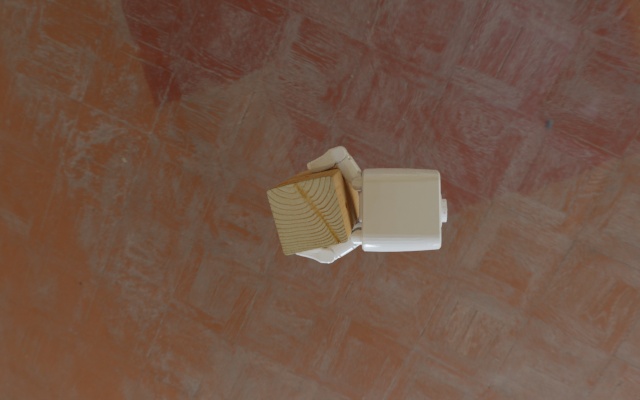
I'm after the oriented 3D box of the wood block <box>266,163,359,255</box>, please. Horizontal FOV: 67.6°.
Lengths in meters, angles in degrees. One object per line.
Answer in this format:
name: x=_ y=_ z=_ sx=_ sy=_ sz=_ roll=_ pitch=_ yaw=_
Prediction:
wood block: x=0.000 y=0.002 z=0.706 sx=0.090 sy=0.091 sz=0.206 roll=-13 pitch=7 yaw=12
